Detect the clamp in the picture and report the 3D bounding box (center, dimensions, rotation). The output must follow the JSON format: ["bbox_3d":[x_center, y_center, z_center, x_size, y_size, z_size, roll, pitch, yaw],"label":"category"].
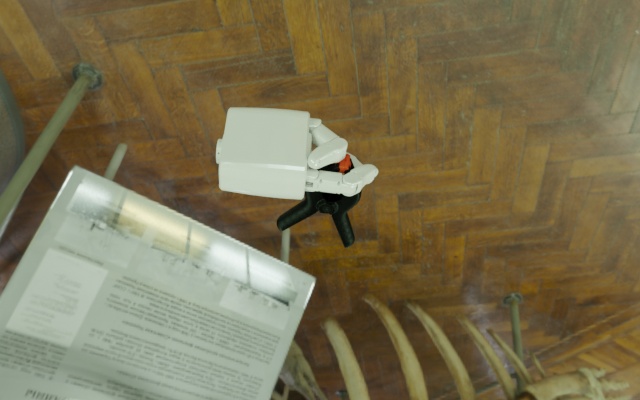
[{"bbox_3d":[0.000,0.003,0.674,0.120,0.172,0.039,5,44,-4],"label":"clamp"}]
